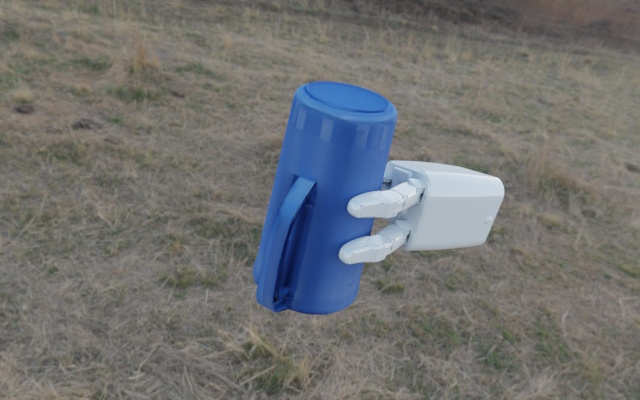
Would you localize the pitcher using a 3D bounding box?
[{"bbox_3d":[0.000,0.002,0.531,0.145,0.243,0.149,2,30,-19],"label":"pitcher"}]
